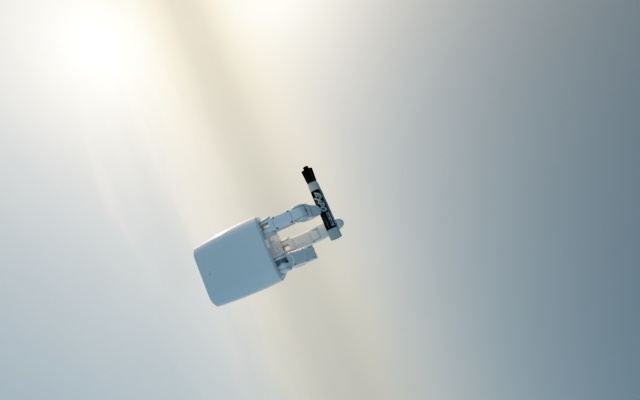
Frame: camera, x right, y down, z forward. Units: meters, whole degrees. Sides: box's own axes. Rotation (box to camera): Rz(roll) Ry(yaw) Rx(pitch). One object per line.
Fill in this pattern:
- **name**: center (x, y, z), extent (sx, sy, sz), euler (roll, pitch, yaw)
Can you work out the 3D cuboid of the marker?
- **marker**: center (0.000, 0.002, 0.719), extent (0.020, 0.121, 0.020), euler (-23, -12, -5)
